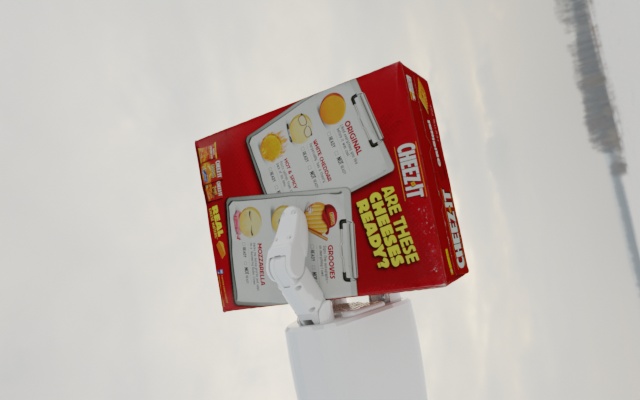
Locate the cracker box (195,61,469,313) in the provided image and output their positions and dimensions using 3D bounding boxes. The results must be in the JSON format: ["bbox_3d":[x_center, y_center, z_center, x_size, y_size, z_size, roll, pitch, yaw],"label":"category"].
[{"bbox_3d":[0.000,0.001,0.411,0.214,0.164,0.072,-14,-6,31],"label":"cracker box"}]
